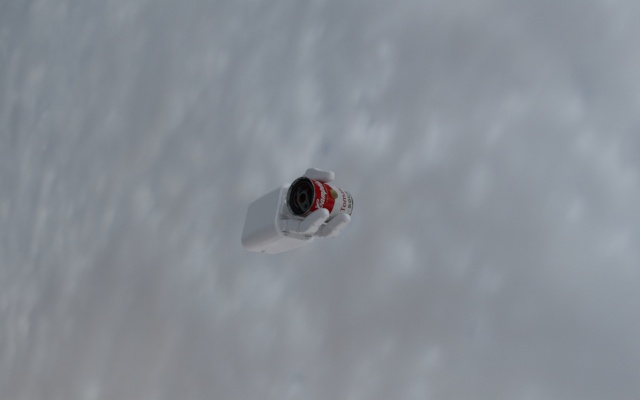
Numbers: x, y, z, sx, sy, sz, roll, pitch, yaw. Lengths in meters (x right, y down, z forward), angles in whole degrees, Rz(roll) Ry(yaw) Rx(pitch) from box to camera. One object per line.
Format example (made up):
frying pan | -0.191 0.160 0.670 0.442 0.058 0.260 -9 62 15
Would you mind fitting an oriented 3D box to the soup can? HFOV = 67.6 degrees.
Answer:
soup can | 0.001 0.003 0.836 0.068 0.068 0.102 0 -11 44
